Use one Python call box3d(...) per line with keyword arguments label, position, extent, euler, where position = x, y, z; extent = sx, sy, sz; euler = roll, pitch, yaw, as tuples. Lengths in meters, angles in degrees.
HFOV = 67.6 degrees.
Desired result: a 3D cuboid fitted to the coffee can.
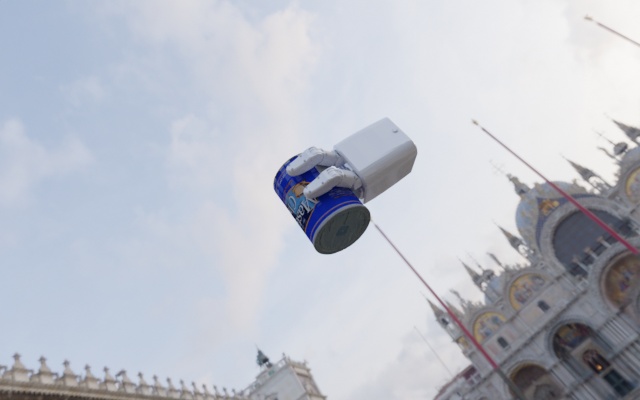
box3d(label="coffee can", position=(0.000, 0.003, 0.771), extent=(0.103, 0.103, 0.140), euler=(0, 40, -42))
